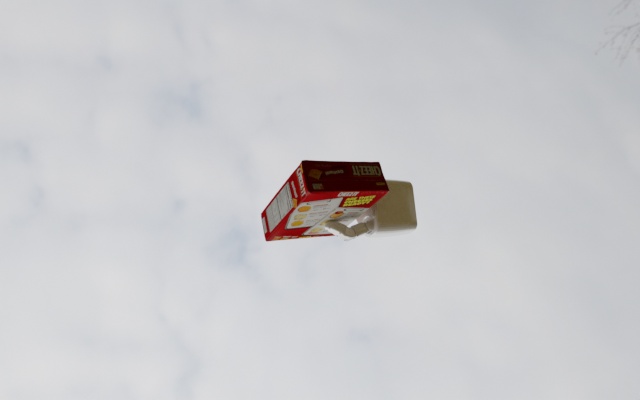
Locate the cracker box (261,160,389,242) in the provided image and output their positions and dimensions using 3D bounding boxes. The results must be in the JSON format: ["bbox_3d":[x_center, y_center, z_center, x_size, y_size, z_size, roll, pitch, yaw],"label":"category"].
[{"bbox_3d":[0.000,0.003,0.900,0.164,0.072,0.214,-2,-25,-29],"label":"cracker box"}]
